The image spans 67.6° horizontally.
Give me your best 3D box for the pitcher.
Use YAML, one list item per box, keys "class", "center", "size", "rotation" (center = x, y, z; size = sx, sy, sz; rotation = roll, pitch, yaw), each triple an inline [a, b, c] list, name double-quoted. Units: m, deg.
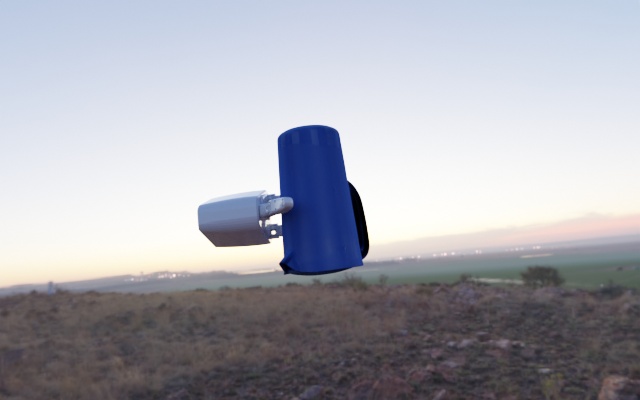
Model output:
- class: "pitcher"
  center: [0.000, 0.003, 0.809]
  size: [0.145, 0.243, 0.149]
  rotation: [-7, -7, 7]
